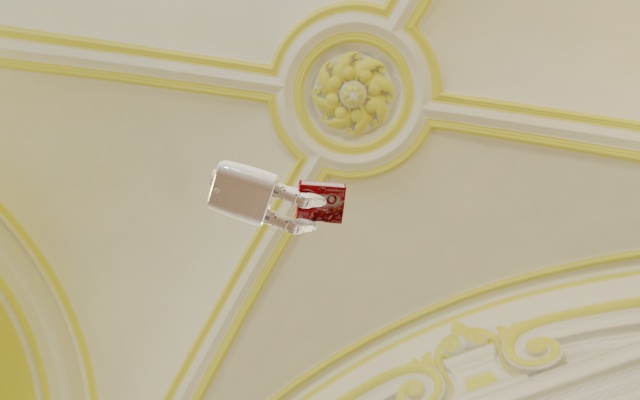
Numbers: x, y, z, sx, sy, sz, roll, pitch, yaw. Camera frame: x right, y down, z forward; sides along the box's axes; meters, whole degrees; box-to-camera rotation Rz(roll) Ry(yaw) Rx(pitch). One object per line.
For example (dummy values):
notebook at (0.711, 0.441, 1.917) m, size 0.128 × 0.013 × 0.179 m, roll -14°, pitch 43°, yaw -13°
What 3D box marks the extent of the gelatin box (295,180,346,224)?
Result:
gelatin box at (0.000, 0.003, 0.898) m, size 0.089 × 0.073 × 0.030 m, roll 5°, pitch 20°, yaw -5°
